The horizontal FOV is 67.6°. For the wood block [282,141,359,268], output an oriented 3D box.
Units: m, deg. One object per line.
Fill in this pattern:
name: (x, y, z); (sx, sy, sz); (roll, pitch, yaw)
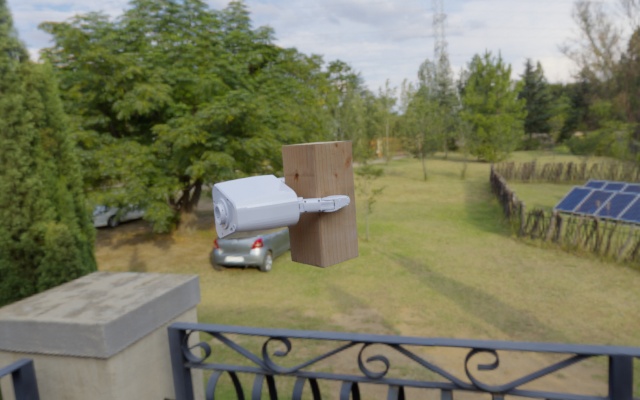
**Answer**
wood block: (0.000, 0.003, 0.837); (0.090, 0.206, 0.091); (-12, 11, -41)
